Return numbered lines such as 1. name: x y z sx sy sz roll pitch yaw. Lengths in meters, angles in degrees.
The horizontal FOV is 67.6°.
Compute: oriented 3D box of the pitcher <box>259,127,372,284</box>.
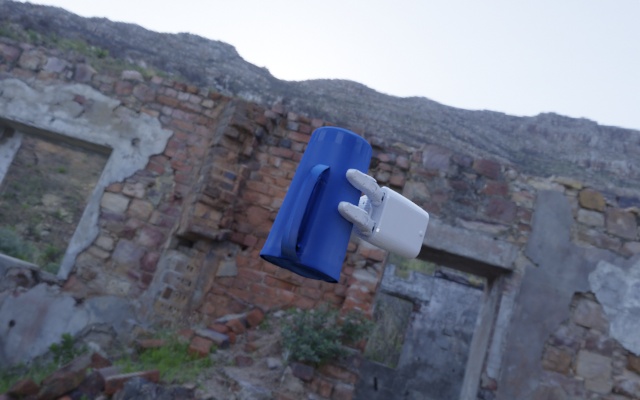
1. pitcher: 0.000 0.003 0.778 0.145 0.242 0.149 26 -16 -27
